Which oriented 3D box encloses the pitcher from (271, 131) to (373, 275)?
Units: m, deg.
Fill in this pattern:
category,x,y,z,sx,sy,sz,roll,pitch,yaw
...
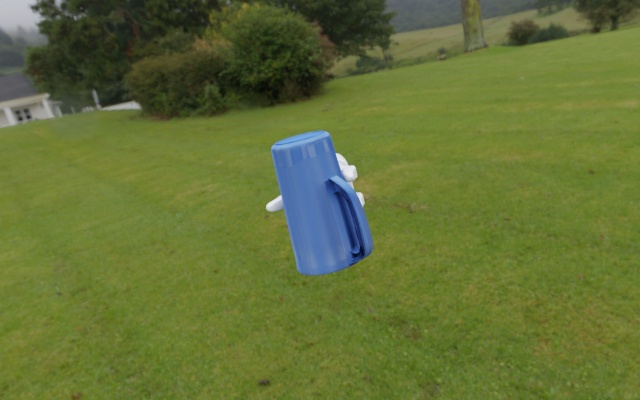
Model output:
category,x,y,z,sx,sy,sz,roll,pitch,yaw
pitcher,0.000,0.003,0.860,0.149,0.243,0.145,-14,14,5
